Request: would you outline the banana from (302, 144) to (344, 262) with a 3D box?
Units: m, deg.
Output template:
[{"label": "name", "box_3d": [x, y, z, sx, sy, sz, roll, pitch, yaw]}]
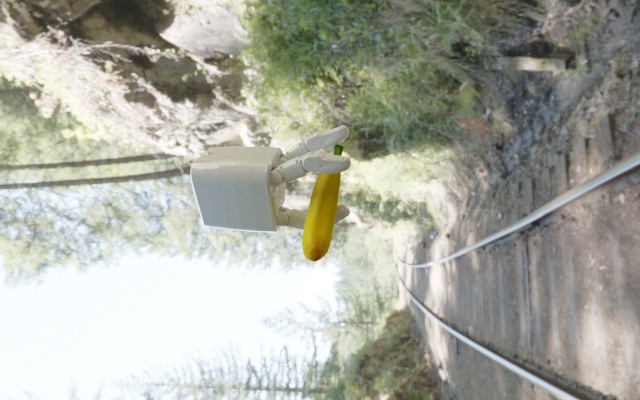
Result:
[{"label": "banana", "box_3d": [0.001, 0.013, 0.606, 0.037, 0.070, 0.197, 5, 45, 6]}]
